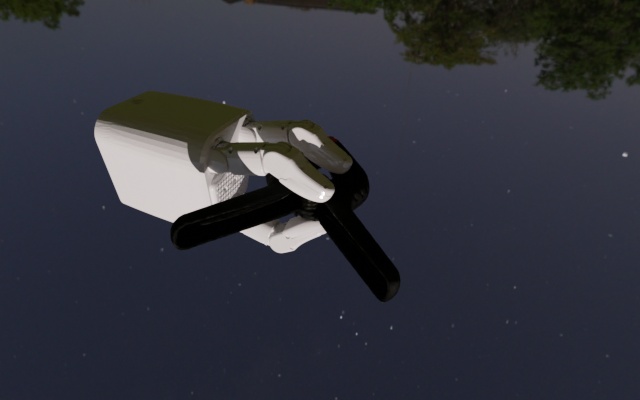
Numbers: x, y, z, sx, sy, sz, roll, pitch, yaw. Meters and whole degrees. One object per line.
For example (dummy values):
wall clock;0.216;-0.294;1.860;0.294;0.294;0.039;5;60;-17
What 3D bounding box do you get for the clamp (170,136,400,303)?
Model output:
clamp;0.000;0.002;0.405;0.164;0.036;0.210;18;32;10
